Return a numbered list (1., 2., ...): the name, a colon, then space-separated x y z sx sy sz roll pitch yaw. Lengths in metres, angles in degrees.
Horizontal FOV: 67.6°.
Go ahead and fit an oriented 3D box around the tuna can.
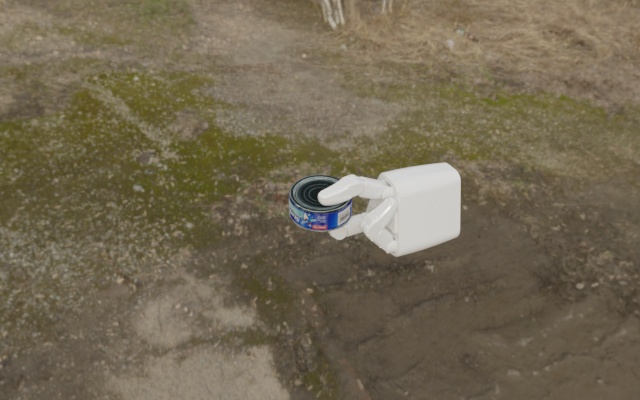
1. tuna can: 0.000 0.002 0.639 0.086 0.034 0.086 1 38 0
